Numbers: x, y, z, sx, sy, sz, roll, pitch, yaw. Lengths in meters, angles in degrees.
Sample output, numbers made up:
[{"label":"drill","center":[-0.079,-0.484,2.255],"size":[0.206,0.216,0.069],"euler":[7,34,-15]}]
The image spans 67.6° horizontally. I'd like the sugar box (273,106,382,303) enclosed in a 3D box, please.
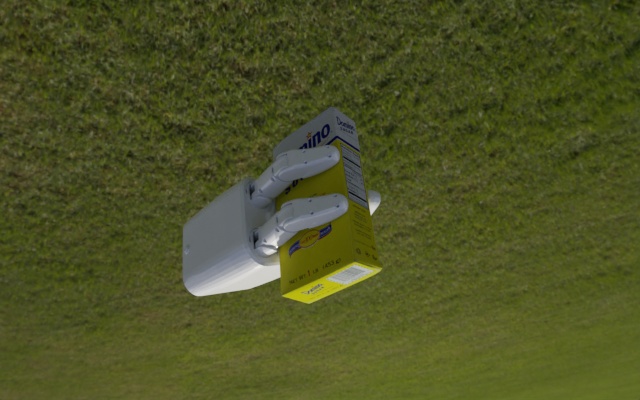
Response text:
[{"label":"sugar box","center":[0.000,0.002,0.473],"size":[0.093,0.176,0.048],"euler":[-30,-36,31]}]
